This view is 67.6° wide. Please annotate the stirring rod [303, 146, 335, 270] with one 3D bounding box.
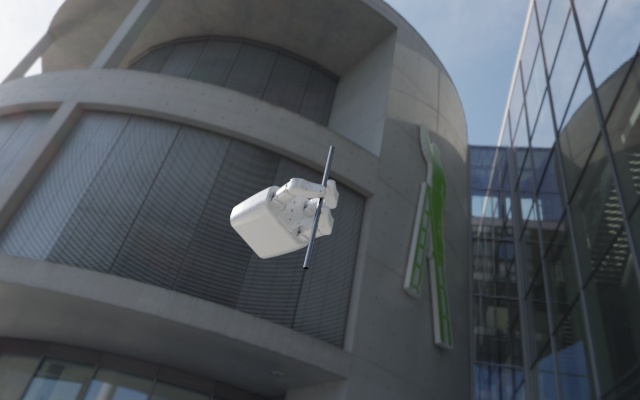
[{"bbox_3d":[0.000,0.003,0.756,0.011,0.239,0.011,8,-36,6],"label":"stirring rod"}]
